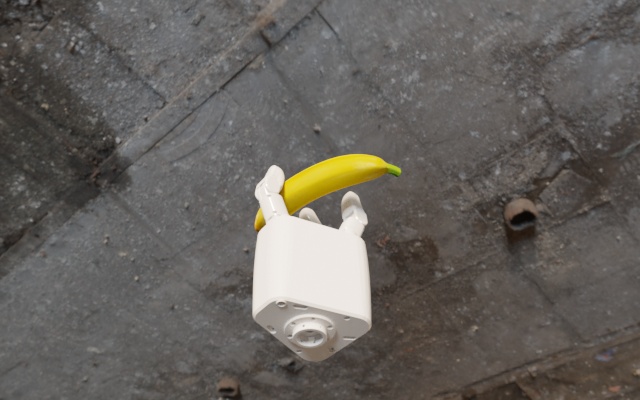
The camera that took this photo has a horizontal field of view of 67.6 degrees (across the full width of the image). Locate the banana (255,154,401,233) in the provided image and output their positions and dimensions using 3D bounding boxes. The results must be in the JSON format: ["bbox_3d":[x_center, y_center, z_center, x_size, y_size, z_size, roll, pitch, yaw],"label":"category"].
[{"bbox_3d":[-0.005,-0.011,0.569,0.198,0.037,0.070,-21,-47,14],"label":"banana"}]
